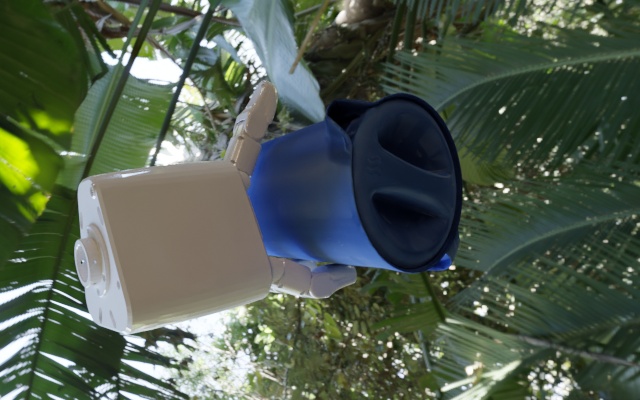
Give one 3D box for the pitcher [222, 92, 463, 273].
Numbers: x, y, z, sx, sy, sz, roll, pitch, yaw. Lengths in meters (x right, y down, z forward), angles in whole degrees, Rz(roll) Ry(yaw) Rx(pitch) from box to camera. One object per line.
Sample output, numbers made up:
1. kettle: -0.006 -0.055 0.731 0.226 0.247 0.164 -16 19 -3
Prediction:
1. pitcher: 0.000 0.001 0.442 0.145 0.149 0.243 -10 3 -41
